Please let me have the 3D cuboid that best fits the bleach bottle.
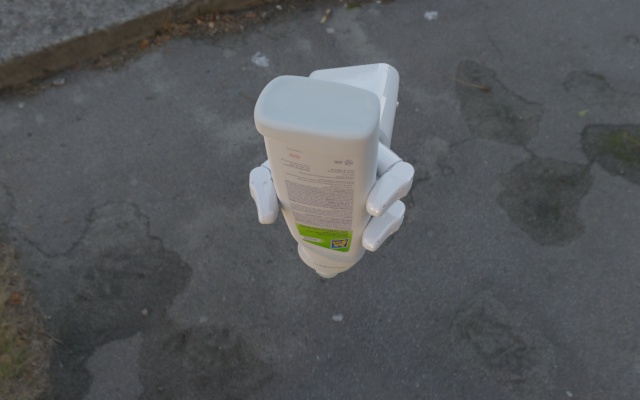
[{"bbox_3d":[0.000,0.002,0.472,0.102,0.068,0.251,11,-37,9],"label":"bleach bottle"}]
